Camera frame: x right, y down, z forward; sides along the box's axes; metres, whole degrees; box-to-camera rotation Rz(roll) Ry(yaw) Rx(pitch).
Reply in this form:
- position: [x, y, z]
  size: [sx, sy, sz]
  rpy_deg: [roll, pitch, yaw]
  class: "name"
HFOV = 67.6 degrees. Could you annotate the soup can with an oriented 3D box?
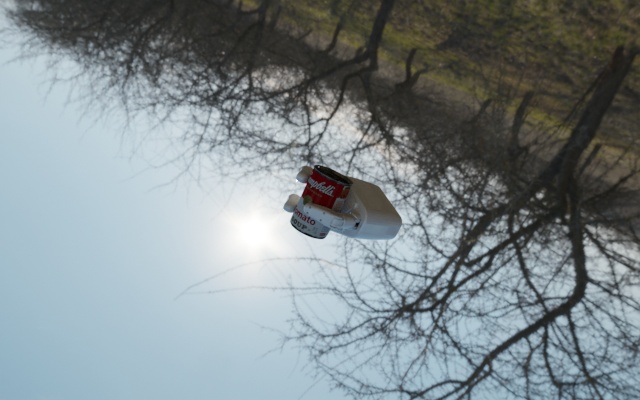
- position: [0.000, 0.003, 0.769]
  size: [0.068, 0.102, 0.068]
  rpy_deg: [23, 16, -7]
  class: "soup can"
